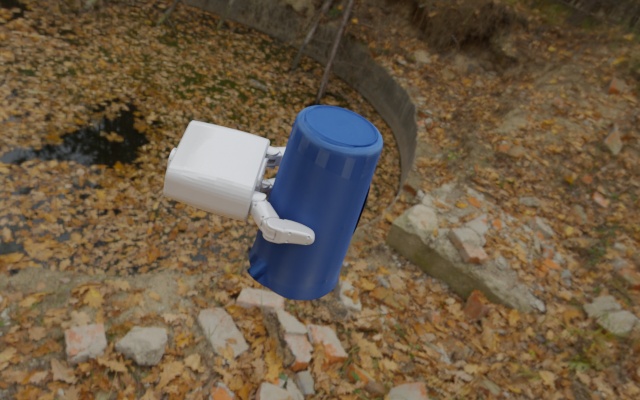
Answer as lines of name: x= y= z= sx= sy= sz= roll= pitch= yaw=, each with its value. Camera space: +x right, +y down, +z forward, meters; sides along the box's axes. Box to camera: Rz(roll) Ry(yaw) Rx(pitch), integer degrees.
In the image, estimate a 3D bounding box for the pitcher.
pitcher: x=0.000 y=0.002 z=0.631 sx=0.145 sy=0.243 sz=0.149 roll=16 pitch=36 yaw=-5
